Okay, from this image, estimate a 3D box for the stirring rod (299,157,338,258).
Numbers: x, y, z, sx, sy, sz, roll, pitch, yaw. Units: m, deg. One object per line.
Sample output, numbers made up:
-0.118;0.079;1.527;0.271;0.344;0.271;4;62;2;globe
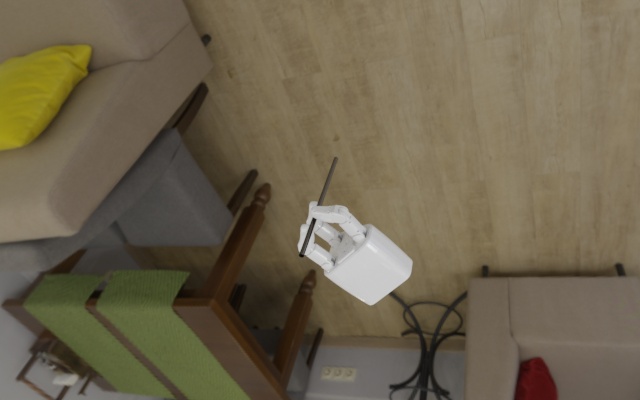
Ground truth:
0.000;0.003;0.802;0.011;0.011;0.239;0;42;19;stirring rod
